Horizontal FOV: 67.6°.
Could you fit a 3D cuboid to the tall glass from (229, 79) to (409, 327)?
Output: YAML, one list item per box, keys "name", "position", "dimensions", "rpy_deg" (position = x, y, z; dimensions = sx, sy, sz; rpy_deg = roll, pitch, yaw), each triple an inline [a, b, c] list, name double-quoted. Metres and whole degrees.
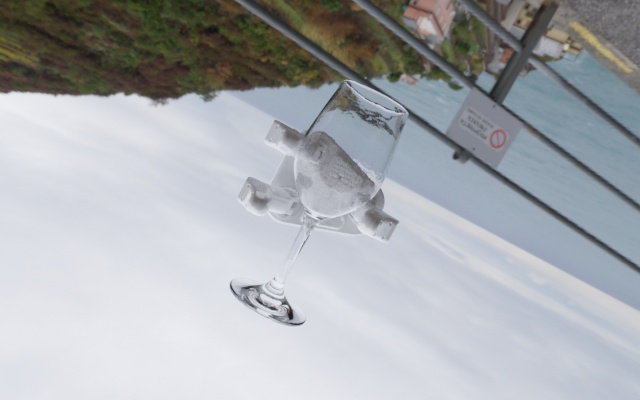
- name: "tall glass"
  position: [0.000, 0.002, 0.408]
  dimensions: [0.079, 0.201, 0.079]
  rpy_deg: [28, 6, -3]
